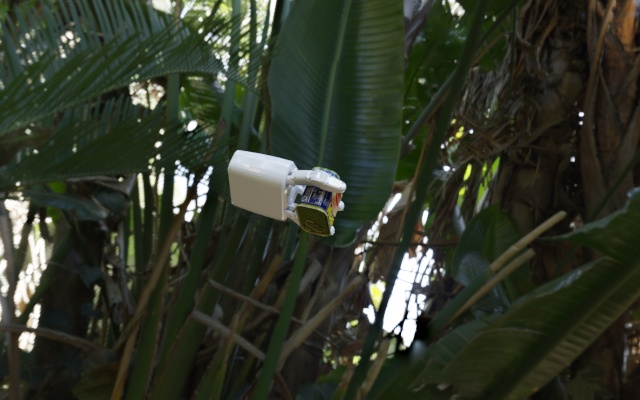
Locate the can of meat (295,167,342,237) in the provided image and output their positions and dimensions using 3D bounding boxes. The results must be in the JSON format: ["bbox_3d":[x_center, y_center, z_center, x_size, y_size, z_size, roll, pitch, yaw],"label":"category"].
[{"bbox_3d":[0.000,0.002,0.843,0.057,0.084,0.102,13,-28,14],"label":"can of meat"}]
